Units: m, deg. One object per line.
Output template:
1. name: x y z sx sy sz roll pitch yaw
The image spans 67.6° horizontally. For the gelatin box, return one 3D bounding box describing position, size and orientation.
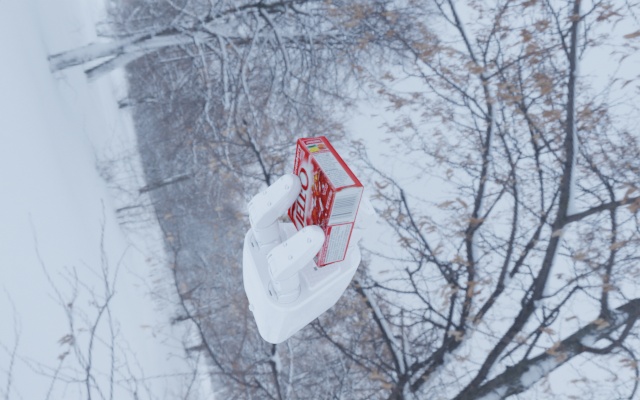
1. gelatin box: 0.001 0.001 0.412 0.030 0.089 0.073 -10 45 -24
